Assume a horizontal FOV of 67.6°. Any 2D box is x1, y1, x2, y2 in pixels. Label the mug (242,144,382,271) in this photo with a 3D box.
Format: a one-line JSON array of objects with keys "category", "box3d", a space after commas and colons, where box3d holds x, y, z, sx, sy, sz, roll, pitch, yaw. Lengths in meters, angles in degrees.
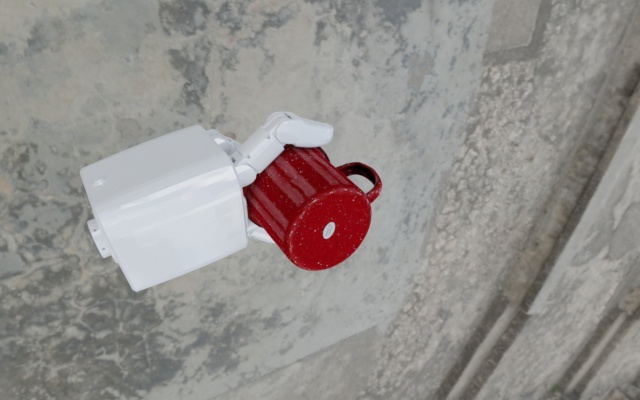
[{"category": "mug", "box3d": [0.001, 0.001, 0.412, 0.117, 0.093, 0.081, -24, 40, -20]}]
